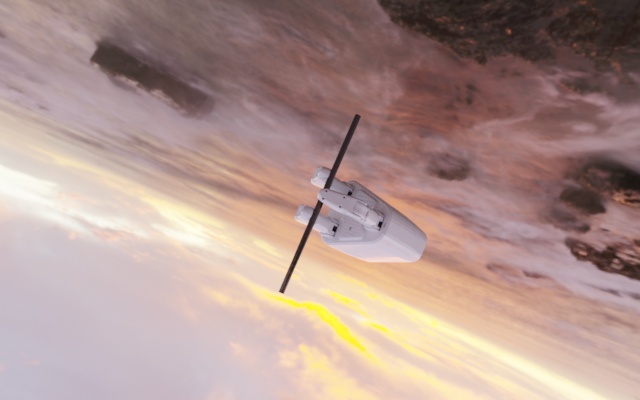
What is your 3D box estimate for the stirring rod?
[{"bbox_3d":[0.000,0.002,0.590,0.011,0.239,0.011,23,-7,3],"label":"stirring rod"}]
